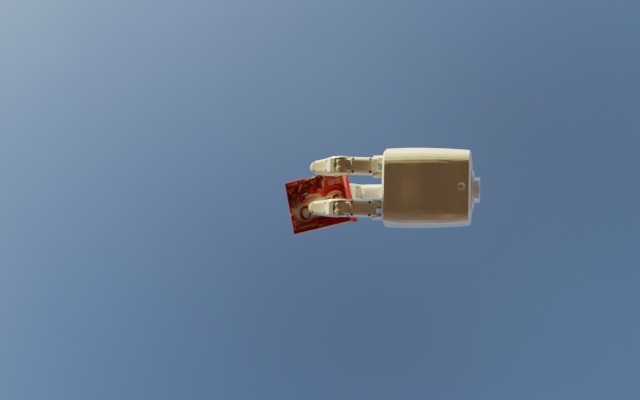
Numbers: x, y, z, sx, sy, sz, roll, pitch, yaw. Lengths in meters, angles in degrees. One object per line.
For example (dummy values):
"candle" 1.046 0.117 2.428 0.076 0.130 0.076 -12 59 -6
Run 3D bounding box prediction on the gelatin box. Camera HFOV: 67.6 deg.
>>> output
"gelatin box" 0.000 0.002 0.658 0.089 0.073 0.030 -14 -8 22
